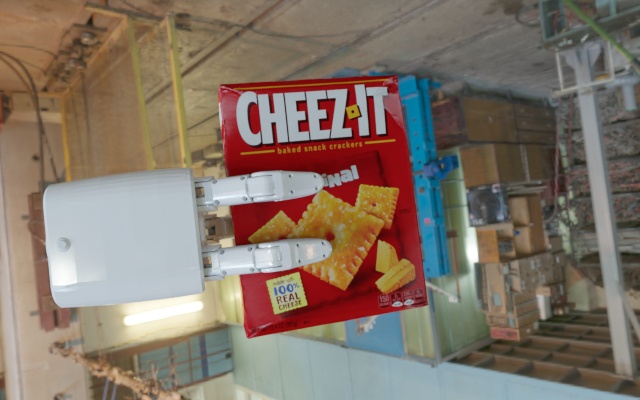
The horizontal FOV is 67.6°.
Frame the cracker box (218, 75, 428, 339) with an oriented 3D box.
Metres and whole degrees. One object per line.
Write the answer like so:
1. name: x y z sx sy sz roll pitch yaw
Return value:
1. cracker box: 0.000 0.002 0.434 0.164 0.213 0.072 -6 -3 -12
